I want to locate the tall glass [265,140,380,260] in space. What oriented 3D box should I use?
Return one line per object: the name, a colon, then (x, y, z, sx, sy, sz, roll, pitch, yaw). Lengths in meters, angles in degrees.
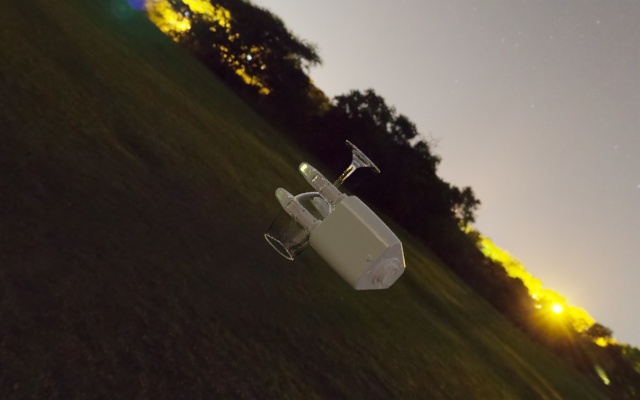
tall glass: (0.001, 0.002, 0.765, 0.079, 0.201, 0.079, 43, 3, -3)
